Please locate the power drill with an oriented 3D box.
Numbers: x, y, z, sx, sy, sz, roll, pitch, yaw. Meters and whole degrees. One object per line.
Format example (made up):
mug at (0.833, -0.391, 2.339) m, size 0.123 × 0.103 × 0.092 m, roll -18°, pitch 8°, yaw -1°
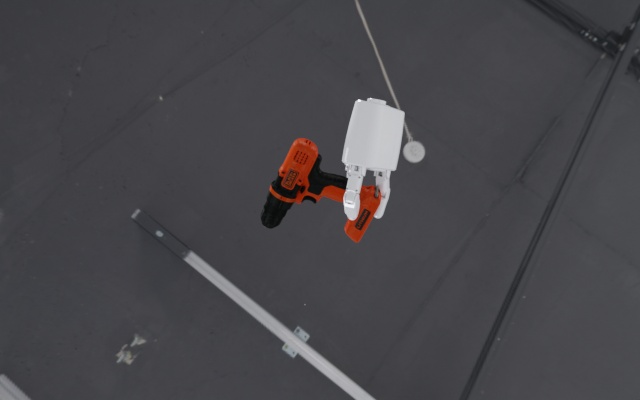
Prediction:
power drill at (0.001, 0.003, 0.859) m, size 0.187 × 0.184 × 0.057 m, roll 25°, pitch 26°, yaw -7°
